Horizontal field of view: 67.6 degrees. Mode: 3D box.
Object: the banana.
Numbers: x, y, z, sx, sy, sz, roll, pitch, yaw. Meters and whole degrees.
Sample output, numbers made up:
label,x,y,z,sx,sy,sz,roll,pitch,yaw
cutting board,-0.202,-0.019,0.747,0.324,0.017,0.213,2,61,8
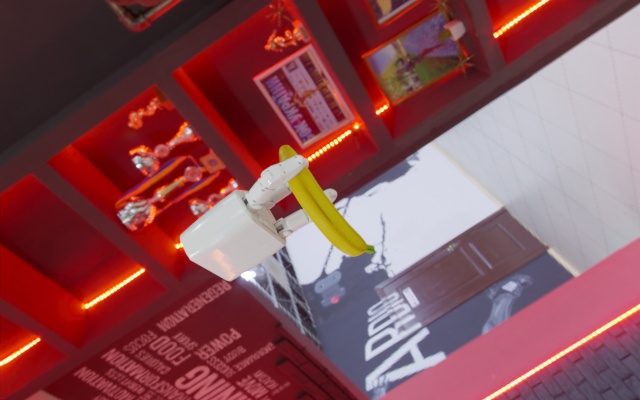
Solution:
label,x,y,z,sx,sy,sz,roll,pitch,yaw
banana,0.000,0.007,0.648,0.037,0.198,0.069,-38,1,10
